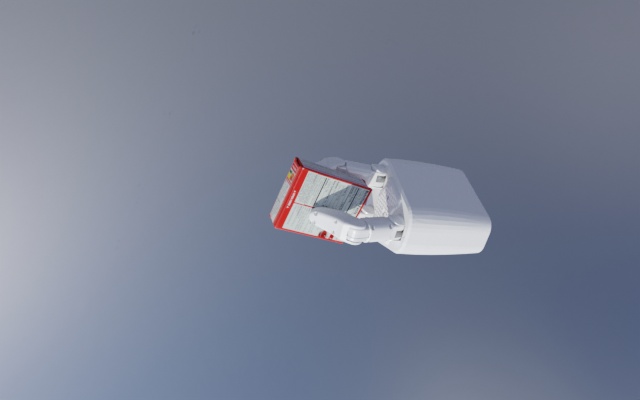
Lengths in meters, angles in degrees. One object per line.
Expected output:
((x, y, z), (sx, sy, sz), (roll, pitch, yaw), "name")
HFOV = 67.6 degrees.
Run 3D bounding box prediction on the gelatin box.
((0.000, 0.002, 0.511), (0.089, 0.073, 0.030), (15, 23, -28), "gelatin box")
